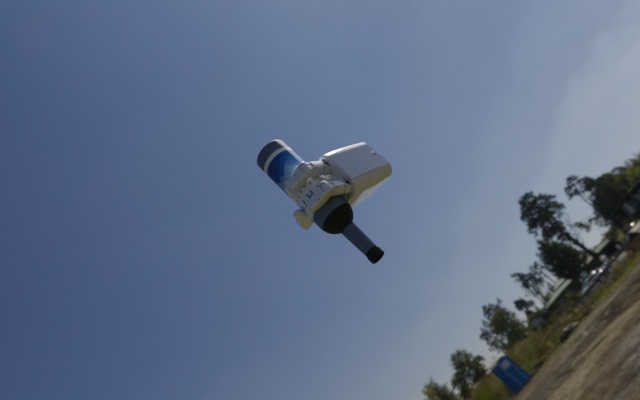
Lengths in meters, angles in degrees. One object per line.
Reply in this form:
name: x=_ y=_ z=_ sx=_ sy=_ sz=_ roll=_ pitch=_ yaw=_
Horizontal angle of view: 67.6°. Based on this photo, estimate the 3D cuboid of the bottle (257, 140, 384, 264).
bottle: x=0.000 y=0.003 z=0.844 sx=0.295 sy=0.069 sz=0.069 roll=44 pitch=23 yaw=27
